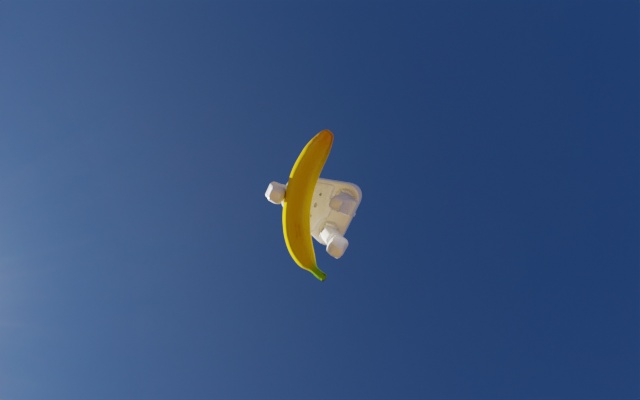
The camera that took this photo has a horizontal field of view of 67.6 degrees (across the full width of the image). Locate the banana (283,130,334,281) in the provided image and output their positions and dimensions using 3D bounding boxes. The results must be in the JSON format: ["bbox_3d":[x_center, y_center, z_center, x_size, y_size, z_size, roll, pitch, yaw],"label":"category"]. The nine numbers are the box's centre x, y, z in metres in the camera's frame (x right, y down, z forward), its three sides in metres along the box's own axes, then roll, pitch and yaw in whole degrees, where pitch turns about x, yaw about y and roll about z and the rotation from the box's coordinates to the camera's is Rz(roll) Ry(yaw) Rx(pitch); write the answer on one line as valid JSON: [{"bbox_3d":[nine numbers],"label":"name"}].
[{"bbox_3d":[-0.018,0.005,0.639,0.069,0.198,0.037,3,3,18],"label":"banana"}]
